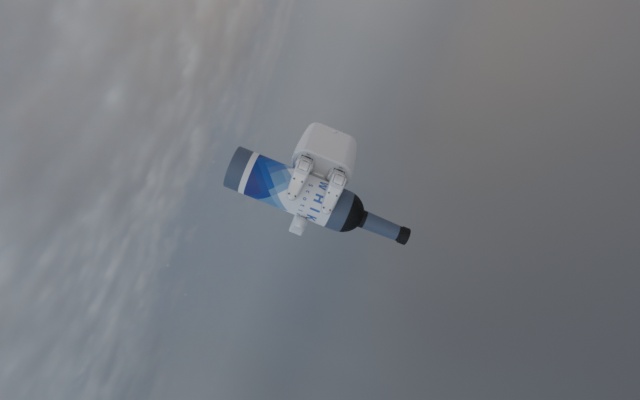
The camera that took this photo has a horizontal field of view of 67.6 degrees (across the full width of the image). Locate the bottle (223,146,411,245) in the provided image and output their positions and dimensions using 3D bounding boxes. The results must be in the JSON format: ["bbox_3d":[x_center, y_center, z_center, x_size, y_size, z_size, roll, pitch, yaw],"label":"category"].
[{"bbox_3d":[0.000,0.002,0.740,0.296,0.069,0.069,22,-2,-4],"label":"bottle"}]
